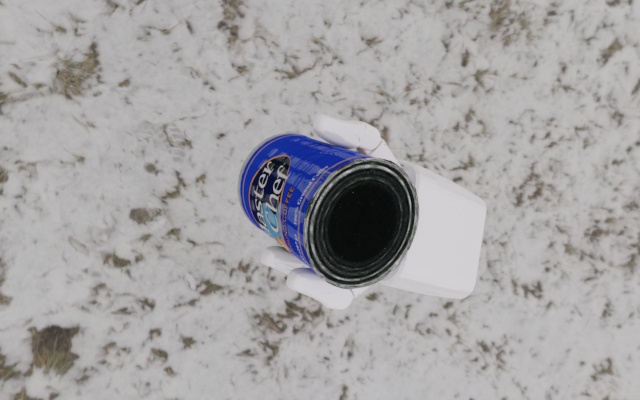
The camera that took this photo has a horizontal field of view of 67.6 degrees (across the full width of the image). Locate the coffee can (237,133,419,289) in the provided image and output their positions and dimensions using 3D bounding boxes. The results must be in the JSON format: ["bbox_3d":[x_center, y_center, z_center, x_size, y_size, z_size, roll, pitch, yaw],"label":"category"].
[{"bbox_3d":[0.000,0.001,0.412,0.103,0.103,0.140,0,14,-30],"label":"coffee can"}]
